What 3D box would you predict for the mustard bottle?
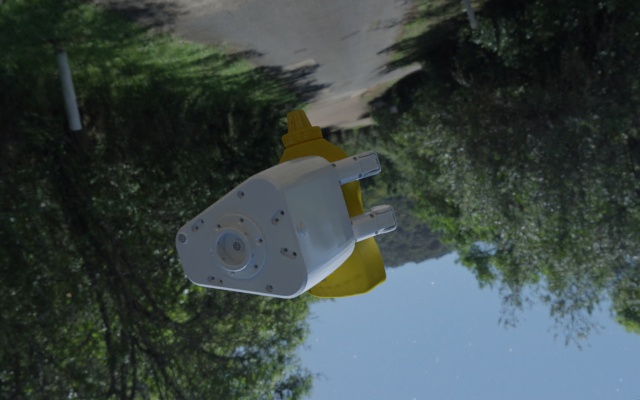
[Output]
[{"bbox_3d":[0.000,0.002,0.492,0.058,0.191,0.096,-20,6,-42],"label":"mustard bottle"}]
